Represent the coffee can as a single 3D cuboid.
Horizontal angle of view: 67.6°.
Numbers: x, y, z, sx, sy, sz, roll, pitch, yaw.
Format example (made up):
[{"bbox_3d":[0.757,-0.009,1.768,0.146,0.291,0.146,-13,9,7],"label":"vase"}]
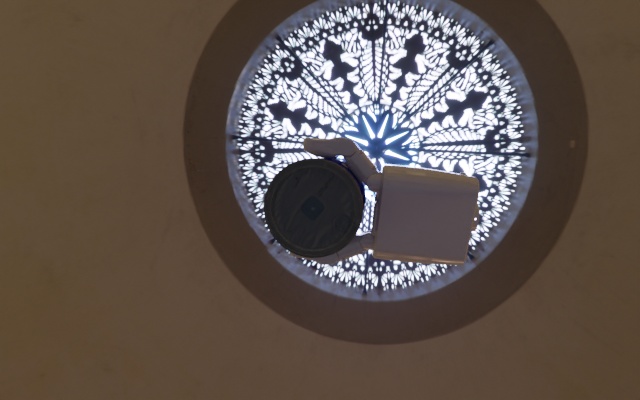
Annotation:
[{"bbox_3d":[0.000,0.002,0.554,0.103,0.103,0.140,0,6,7],"label":"coffee can"}]
